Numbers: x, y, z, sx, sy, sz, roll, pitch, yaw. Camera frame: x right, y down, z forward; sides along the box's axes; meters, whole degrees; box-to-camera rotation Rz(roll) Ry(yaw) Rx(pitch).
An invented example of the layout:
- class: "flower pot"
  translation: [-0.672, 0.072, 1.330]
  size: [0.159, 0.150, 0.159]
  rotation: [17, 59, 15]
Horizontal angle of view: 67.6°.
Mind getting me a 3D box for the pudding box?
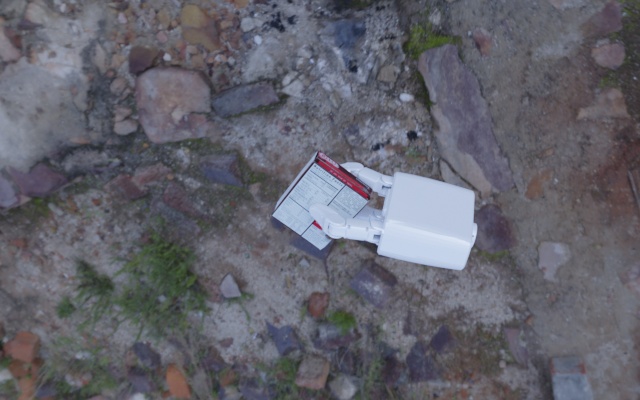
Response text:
- class: "pudding box"
  translation: [0.000, 0.002, 0.635]
  size: [0.090, 0.113, 0.039]
  rotation: [36, 30, -8]
